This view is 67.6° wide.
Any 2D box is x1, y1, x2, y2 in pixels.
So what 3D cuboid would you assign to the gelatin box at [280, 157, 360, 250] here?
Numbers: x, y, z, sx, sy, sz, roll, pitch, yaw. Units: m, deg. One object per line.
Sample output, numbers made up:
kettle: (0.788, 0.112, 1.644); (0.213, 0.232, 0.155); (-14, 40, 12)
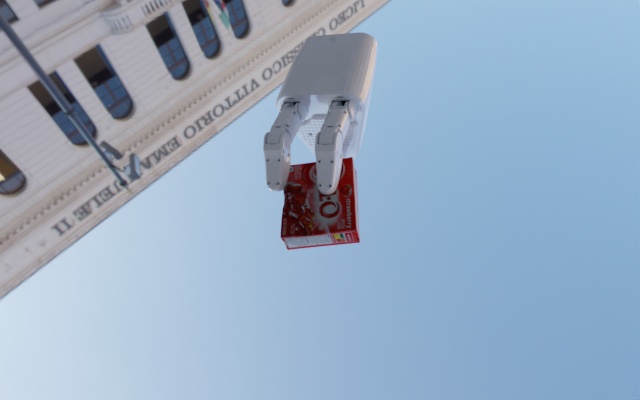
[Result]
gelatin box: (0.000, 0.002, 0.475); (0.073, 0.089, 0.030); (-6, -34, 10)
